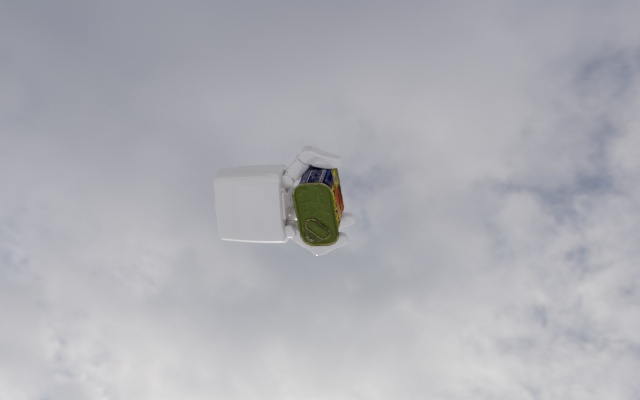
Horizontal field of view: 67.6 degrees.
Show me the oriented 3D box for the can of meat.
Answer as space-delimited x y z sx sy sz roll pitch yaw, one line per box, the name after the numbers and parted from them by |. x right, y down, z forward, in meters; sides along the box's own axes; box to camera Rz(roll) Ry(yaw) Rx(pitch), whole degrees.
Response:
0.000 0.002 0.703 0.057 0.102 0.084 -4 28 13 | can of meat
